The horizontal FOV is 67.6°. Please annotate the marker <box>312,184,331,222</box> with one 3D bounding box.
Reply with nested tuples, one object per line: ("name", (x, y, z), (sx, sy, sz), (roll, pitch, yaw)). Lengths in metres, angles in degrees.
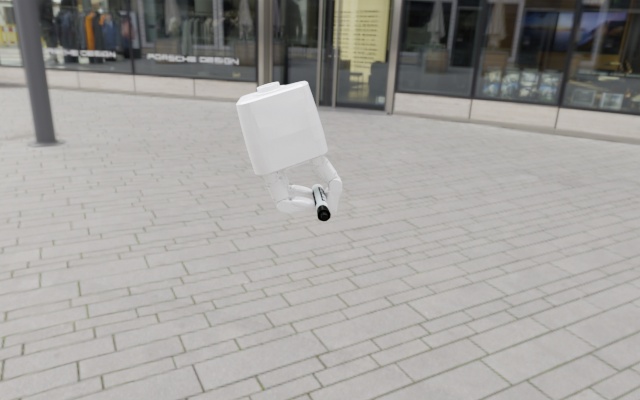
("marker", (0.000, 0.002, 0.701), (0.020, 0.020, 0.121), (0, 19, -5))
